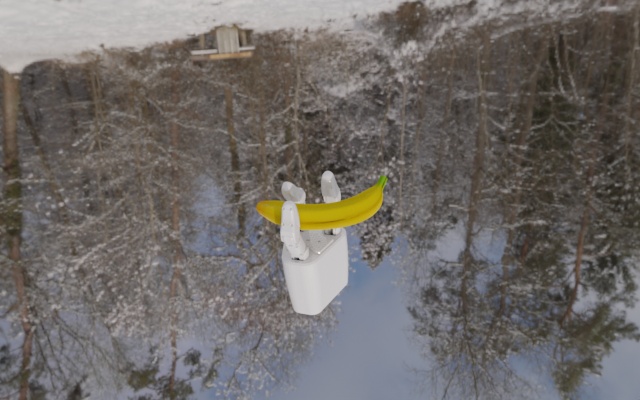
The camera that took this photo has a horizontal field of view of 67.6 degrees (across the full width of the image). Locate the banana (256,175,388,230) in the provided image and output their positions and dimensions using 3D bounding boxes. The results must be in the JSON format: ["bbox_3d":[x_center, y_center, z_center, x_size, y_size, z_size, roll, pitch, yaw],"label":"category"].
[{"bbox_3d":[0.005,0.013,0.687,0.198,0.037,0.069,-11,38,1],"label":"banana"}]
